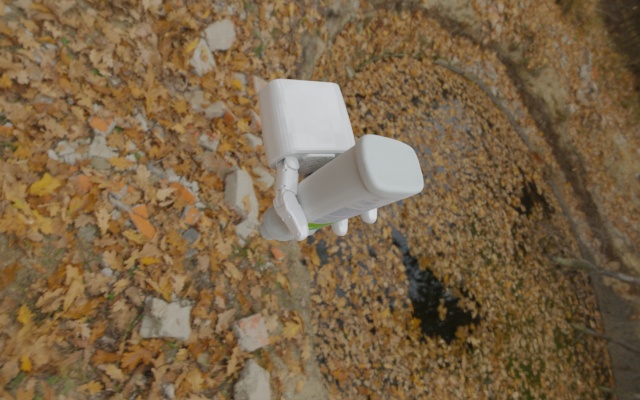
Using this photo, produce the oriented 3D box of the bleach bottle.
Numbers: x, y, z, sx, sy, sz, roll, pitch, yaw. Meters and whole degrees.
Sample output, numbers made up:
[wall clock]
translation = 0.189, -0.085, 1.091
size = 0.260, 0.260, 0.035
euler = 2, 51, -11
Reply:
[bleach bottle]
translation = 0.000, 0.002, 0.600
size = 0.102, 0.068, 0.251
euler = 4, -22, -44
